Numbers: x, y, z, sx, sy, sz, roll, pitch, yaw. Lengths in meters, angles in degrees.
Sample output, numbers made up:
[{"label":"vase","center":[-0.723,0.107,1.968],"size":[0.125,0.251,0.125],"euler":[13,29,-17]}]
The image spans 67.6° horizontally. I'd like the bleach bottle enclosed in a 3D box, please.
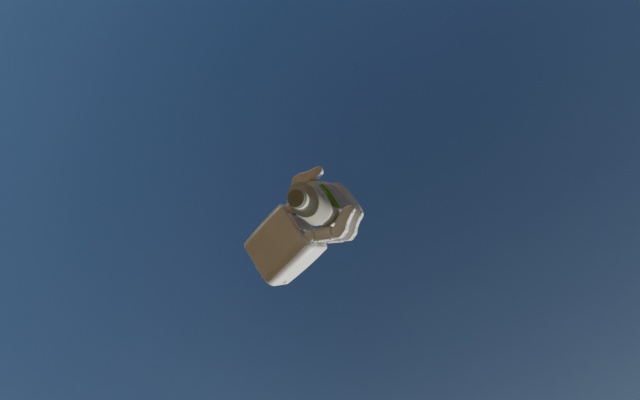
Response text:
[{"label":"bleach bottle","center":[0.000,0.003,0.848],"size":[0.068,0.102,0.251],"euler":[-44,-18,11]}]
